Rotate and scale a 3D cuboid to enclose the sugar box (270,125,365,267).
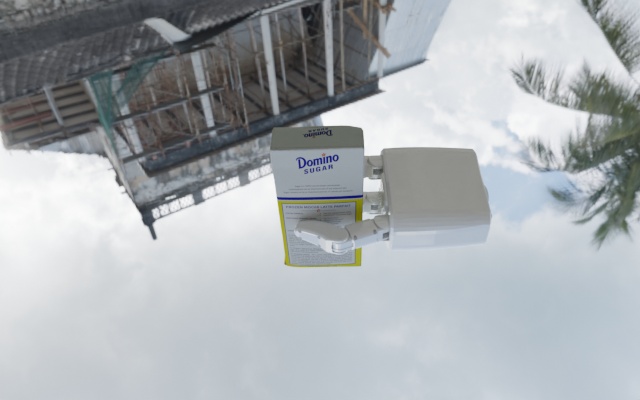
[{"bbox_3d":[0.000,0.001,0.522,0.093,0.176,0.048,-1,40,1],"label":"sugar box"}]
